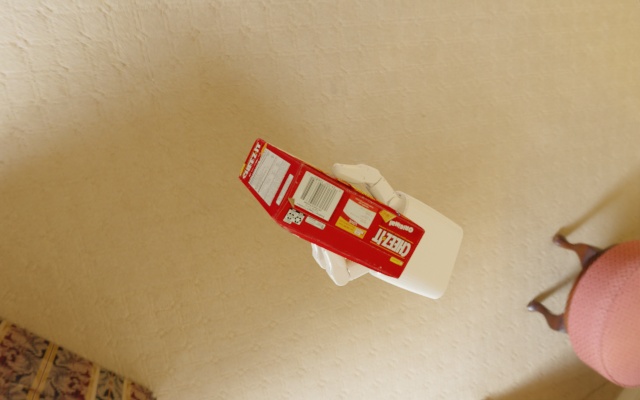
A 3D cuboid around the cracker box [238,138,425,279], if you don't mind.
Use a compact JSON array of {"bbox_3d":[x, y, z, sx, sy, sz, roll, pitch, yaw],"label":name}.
[{"bbox_3d":[0.000,0.002,0.580,0.164,0.072,0.213,27,4,-23],"label":"cracker box"}]
